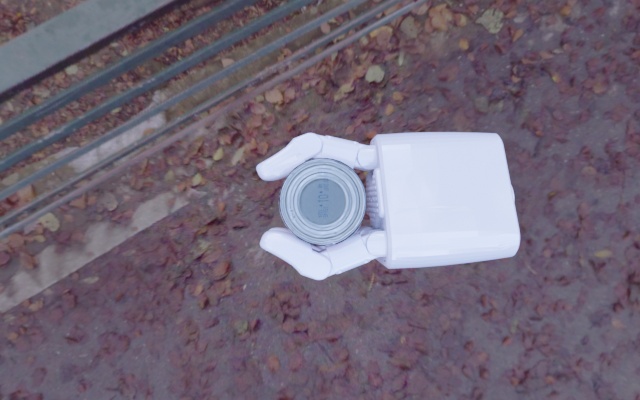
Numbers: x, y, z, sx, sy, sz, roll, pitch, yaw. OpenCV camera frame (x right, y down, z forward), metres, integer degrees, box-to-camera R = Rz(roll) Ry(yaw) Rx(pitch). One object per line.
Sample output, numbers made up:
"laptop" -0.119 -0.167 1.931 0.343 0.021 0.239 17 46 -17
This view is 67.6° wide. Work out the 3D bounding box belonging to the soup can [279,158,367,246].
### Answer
"soup can" 0.000 0.001 0.403 0.068 0.068 0.102 0 0 -2
